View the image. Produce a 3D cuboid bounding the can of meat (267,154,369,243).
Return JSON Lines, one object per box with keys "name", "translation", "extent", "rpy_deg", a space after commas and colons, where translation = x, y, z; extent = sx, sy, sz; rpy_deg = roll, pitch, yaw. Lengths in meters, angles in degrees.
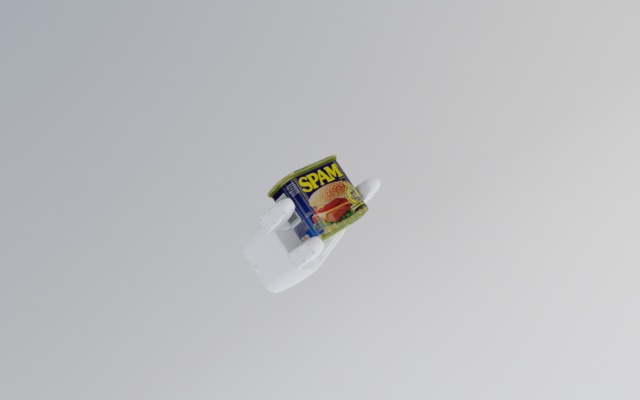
{"name": "can of meat", "translation": [0.000, 0.002, 0.584], "extent": [0.102, 0.084, 0.057], "rpy_deg": [-27, -10, -42]}
